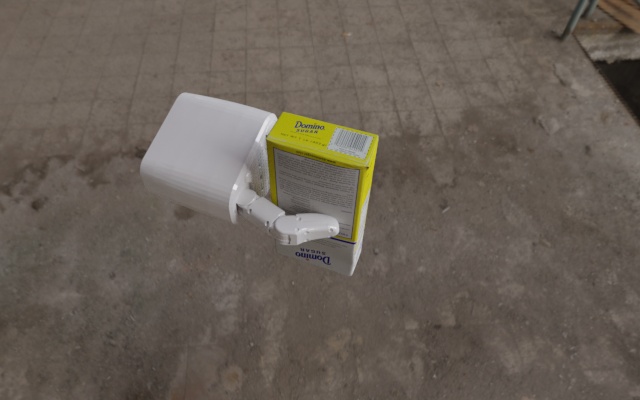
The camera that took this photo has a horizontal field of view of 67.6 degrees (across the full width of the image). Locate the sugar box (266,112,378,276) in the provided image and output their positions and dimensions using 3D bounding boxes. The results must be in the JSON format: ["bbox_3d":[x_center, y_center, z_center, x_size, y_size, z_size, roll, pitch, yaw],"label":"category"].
[{"bbox_3d":[0.000,0.001,0.475,0.093,0.048,0.176,17,-36,11],"label":"sugar box"}]
